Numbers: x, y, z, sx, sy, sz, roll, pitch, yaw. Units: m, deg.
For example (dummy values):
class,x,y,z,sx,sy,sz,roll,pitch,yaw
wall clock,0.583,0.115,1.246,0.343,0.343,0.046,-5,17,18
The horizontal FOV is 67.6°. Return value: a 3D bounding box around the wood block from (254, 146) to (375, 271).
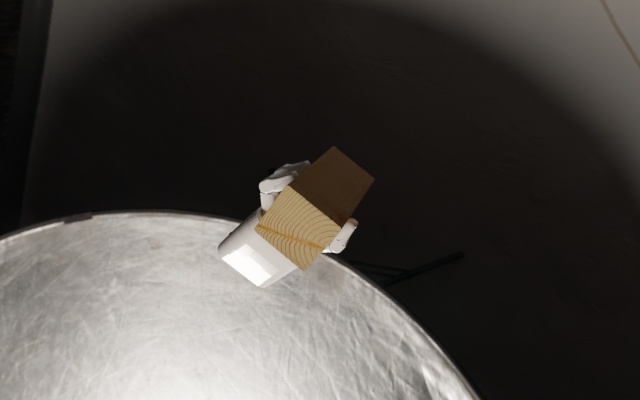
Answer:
class,x,y,z,sx,sy,sz,roll,pitch,yaw
wood block,0.000,0.003,0.705,0.091,0.090,0.206,40,27,1
